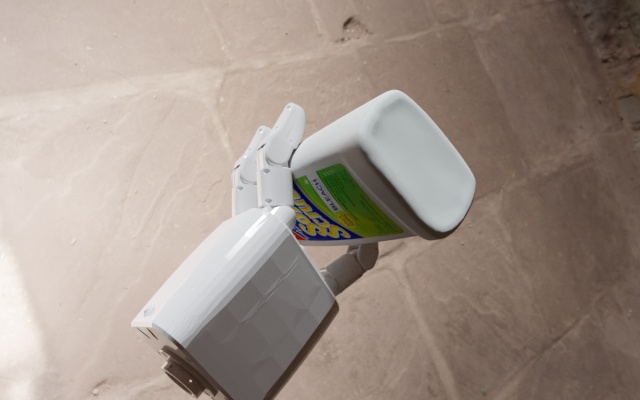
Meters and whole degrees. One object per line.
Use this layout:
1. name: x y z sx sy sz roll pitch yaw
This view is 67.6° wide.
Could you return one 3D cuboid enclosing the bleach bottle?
1. bleach bottle: 0.000 0.001 0.406 0.068 0.102 0.251 -50 14 -31
